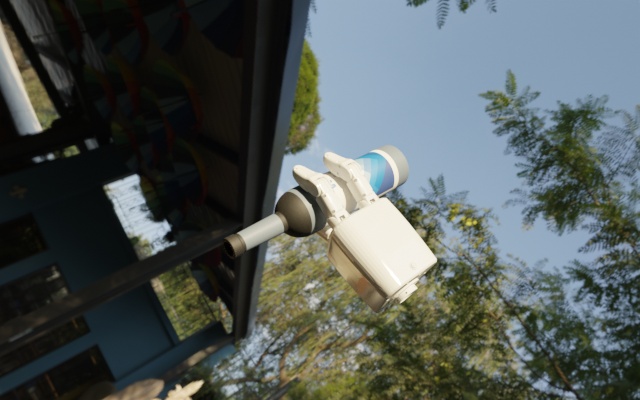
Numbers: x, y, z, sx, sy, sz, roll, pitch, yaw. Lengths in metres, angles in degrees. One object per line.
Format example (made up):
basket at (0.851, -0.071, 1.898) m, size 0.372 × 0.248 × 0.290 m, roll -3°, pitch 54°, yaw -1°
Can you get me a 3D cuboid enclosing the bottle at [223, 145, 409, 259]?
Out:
bottle at (0.000, 0.002, 0.649) m, size 0.295 × 0.069 × 0.069 m, roll -27°, pitch 15°, yaw -33°
